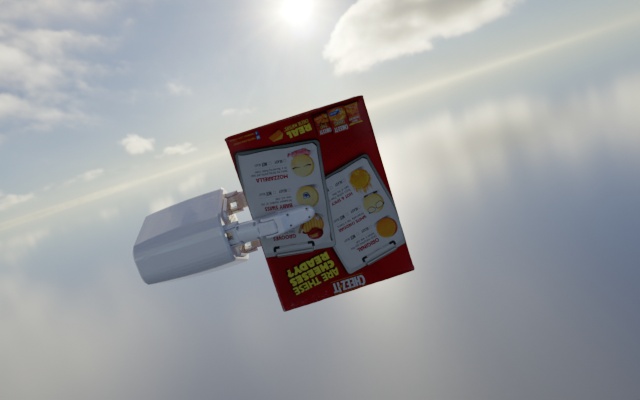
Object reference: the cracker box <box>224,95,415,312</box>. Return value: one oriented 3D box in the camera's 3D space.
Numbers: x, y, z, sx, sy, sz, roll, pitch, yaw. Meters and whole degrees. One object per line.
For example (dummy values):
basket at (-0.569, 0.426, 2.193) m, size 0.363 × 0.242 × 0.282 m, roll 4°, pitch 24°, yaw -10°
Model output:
cracker box at (0.000, 0.002, 0.572) m, size 0.164 × 0.214 × 0.072 m, roll -18°, pitch 9°, yaw 1°
